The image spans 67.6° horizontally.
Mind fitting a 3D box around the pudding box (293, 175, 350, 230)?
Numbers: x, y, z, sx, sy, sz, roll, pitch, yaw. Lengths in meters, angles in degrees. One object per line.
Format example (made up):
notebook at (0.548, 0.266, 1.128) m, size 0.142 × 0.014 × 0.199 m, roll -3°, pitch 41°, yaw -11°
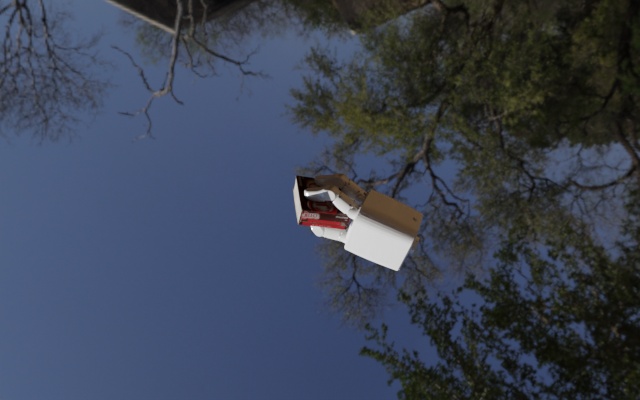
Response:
pudding box at (0.000, 0.003, 0.862) m, size 0.090 × 0.039 × 0.113 m, roll 8°, pitch 31°, yaw -15°
